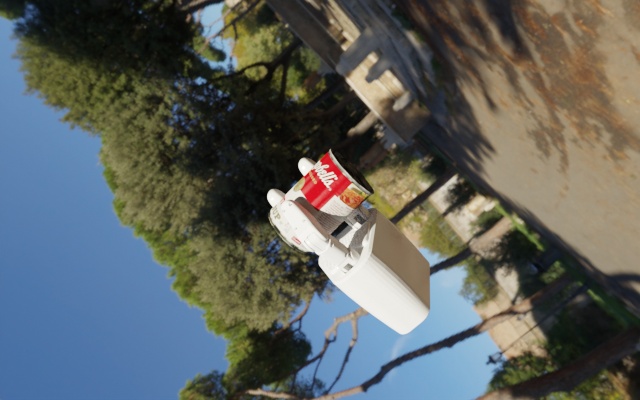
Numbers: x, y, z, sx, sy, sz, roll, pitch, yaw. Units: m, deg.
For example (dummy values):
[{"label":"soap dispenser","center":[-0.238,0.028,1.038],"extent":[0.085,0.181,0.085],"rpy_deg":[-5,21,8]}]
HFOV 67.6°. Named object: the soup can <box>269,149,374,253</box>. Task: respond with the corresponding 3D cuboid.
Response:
[{"label":"soup can","center":[0.000,0.002,0.533],"extent":[0.102,0.068,0.068],"rpy_deg":[-44,-14,15]}]
